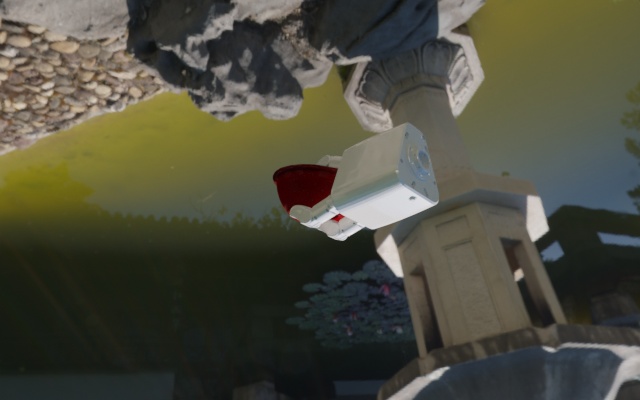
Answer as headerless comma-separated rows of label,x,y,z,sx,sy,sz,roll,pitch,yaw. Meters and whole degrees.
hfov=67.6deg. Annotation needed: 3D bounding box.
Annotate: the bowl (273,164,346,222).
bowl,-0.001,0.003,0.739,0.162,0.055,0.162,10,-19,3
